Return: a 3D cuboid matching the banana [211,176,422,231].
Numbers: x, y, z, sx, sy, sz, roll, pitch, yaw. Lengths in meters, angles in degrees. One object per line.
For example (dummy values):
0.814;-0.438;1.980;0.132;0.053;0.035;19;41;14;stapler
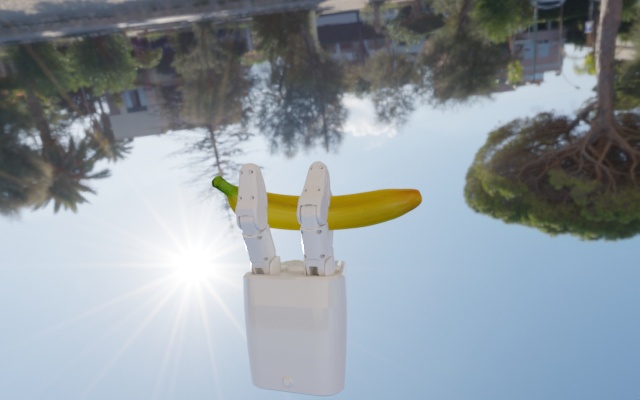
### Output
-0.003;0.008;0.470;0.198;0.037;0.070;2;-19;0;banana
